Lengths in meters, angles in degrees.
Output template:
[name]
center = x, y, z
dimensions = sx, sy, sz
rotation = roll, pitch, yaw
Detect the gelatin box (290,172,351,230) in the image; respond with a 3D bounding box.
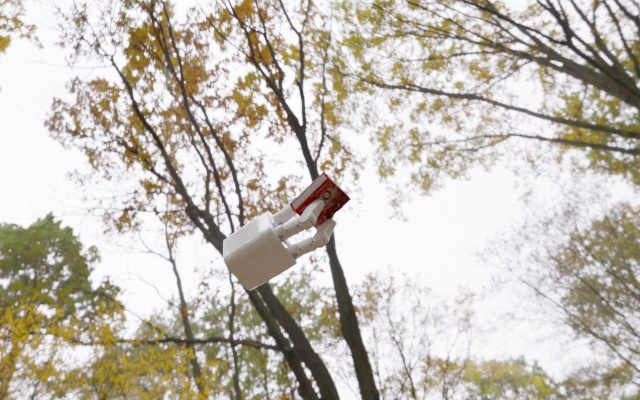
[gelatin box]
center = 0.000, 0.002, 0.880
dimensions = 0.073, 0.089, 0.030
rotation = 41, 8, -37
